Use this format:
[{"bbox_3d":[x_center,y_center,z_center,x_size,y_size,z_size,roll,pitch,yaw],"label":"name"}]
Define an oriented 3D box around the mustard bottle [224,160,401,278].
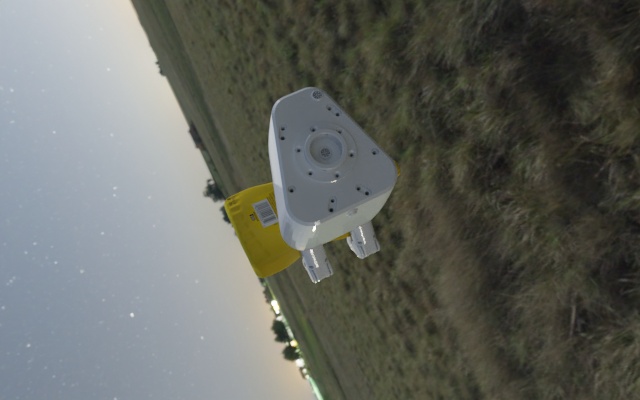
[{"bbox_3d":[0.000,0.002,0.518,0.191,0.096,0.058,-25,-35,-10],"label":"mustard bottle"}]
